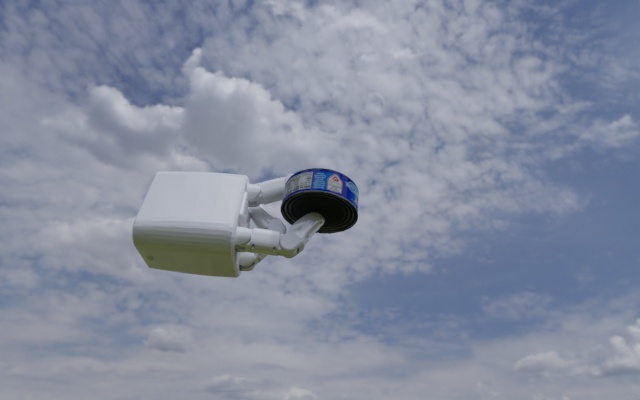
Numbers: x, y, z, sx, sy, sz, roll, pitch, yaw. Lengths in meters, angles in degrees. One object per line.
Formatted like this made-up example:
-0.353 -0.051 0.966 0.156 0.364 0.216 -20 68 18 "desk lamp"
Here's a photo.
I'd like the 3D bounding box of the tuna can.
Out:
0.000 0.001 0.532 0.086 0.033 0.086 5 -33 3 "tuna can"
